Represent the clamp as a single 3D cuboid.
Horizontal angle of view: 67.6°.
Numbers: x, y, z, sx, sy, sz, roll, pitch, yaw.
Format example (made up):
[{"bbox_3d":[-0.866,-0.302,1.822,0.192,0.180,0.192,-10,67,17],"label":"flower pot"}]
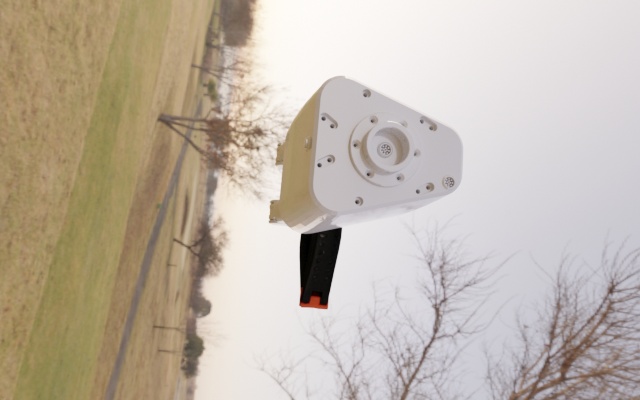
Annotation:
[{"bbox_3d":[0.001,0.002,0.486,0.036,0.210,0.164,8,-9,-11],"label":"clamp"}]
